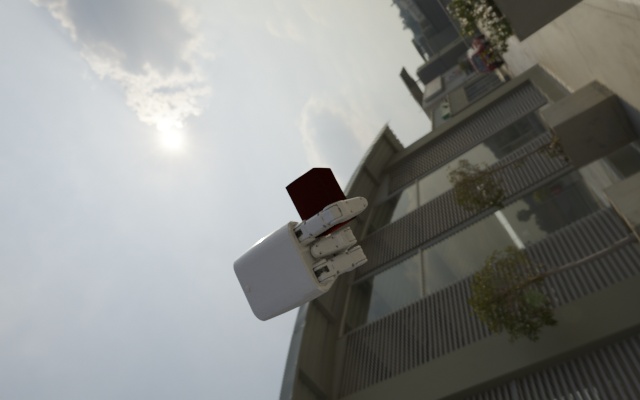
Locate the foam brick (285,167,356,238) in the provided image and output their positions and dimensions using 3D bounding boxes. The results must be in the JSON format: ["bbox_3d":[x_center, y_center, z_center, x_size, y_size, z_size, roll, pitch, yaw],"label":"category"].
[{"bbox_3d":[0.000,0.002,0.624,0.051,0.078,0.053,-33,-14,24],"label":"foam brick"}]
